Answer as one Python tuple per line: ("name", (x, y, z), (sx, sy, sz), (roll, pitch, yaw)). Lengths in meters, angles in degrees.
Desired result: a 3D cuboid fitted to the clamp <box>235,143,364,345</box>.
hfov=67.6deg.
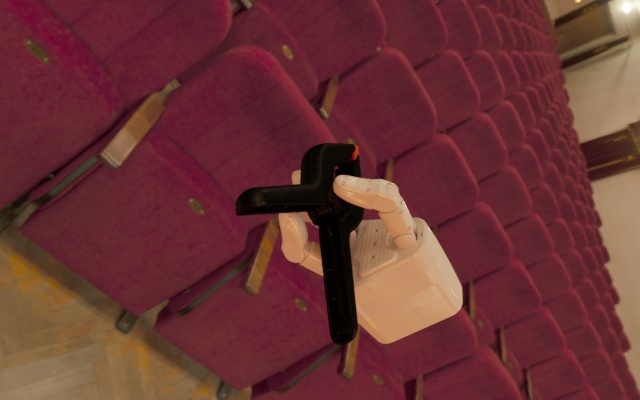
("clamp", (0.001, 0.001, 0.444), (0.036, 0.165, 0.209), (-17, 36, 28))
